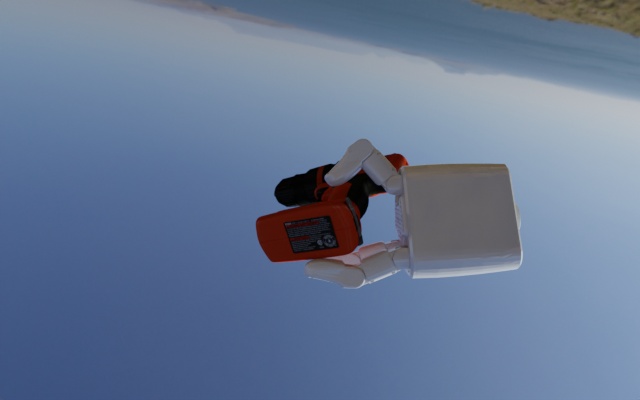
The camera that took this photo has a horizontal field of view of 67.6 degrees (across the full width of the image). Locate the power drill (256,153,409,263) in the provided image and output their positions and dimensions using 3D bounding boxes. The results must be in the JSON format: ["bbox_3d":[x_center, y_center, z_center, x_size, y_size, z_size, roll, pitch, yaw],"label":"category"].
[{"bbox_3d":[0.000,0.002,0.550,0.184,0.057,0.187,-12,19,25],"label":"power drill"}]
